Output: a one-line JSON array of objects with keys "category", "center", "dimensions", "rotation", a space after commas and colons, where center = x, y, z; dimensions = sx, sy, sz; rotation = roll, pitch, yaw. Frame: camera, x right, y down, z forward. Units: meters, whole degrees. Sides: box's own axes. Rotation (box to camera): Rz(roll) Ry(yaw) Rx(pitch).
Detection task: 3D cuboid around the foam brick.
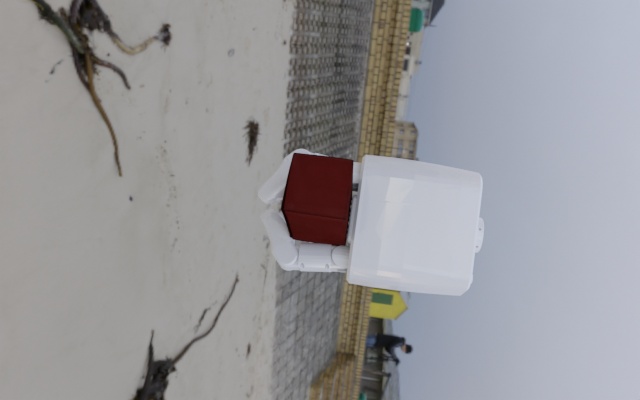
[{"category": "foam brick", "center": [0.000, 0.001, 0.407], "dimensions": [0.051, 0.053, 0.078], "rotation": [8, -21, 6]}]
